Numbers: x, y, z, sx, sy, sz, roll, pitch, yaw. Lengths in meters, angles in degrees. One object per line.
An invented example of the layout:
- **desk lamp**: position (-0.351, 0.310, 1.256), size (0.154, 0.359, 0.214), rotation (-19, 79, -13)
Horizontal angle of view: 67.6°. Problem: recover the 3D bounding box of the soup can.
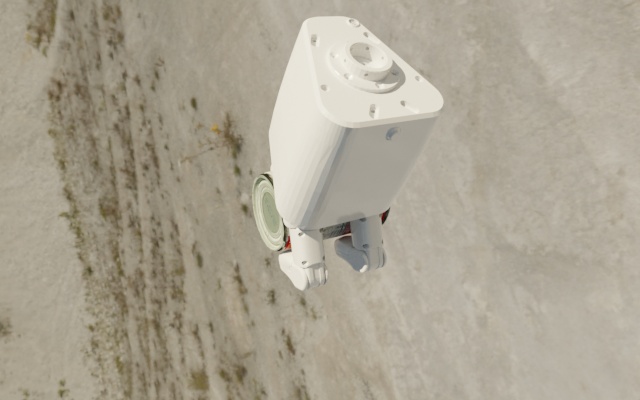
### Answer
- **soup can**: position (0.000, 0.002, 0.416), size (0.102, 0.068, 0.068), rotation (-12, 5, -26)
